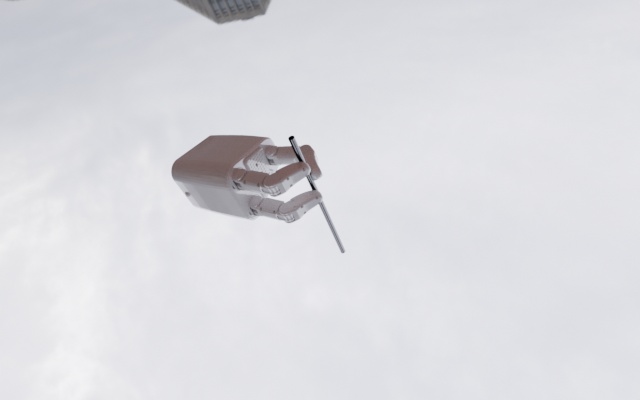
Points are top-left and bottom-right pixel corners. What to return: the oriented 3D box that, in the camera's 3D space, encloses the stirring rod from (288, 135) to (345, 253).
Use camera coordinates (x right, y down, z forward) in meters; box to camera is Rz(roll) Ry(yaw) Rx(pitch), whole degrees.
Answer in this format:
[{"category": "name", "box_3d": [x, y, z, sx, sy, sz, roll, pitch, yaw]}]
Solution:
[{"category": "stirring rod", "box_3d": [0.000, 0.002, 0.653, 0.011, 0.011, 0.240, 0, -40, 22]}]
